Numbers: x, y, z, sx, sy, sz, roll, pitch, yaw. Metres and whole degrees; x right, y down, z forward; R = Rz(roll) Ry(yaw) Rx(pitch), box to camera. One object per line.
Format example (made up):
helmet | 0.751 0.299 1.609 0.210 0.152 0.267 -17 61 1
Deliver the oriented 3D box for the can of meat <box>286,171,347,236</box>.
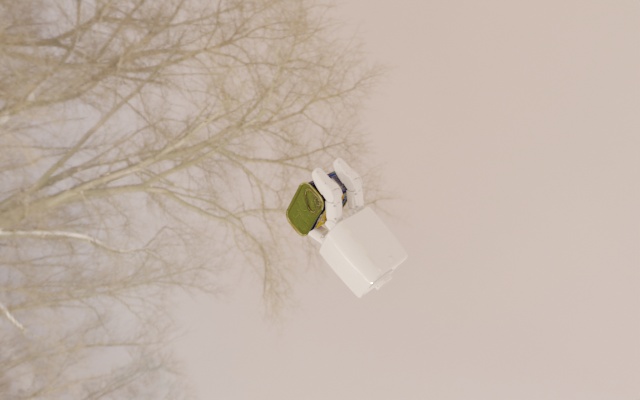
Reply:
can of meat | 0.000 0.003 0.809 0.084 0.057 0.102 -25 -24 -40
